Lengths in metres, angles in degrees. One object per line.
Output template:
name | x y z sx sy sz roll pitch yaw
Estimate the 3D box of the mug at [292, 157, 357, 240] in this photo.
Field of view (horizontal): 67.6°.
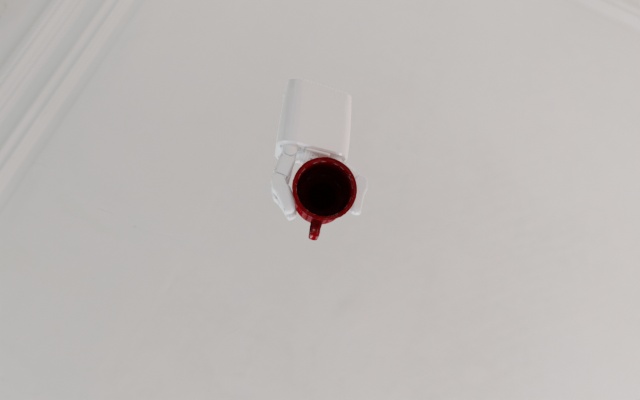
mug | 0.000 0.004 0.712 0.093 0.117 0.081 10 -13 -4
